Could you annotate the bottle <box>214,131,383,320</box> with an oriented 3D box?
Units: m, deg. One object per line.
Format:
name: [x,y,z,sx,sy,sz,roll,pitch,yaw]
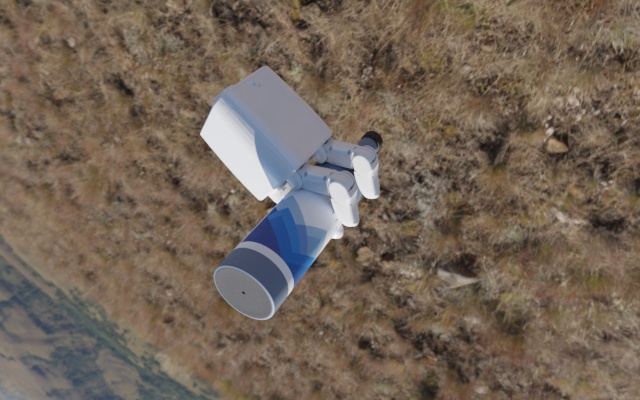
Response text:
bottle: [0.000,0.002,0.528,0.069,0.069,0.295,0,34,35]
